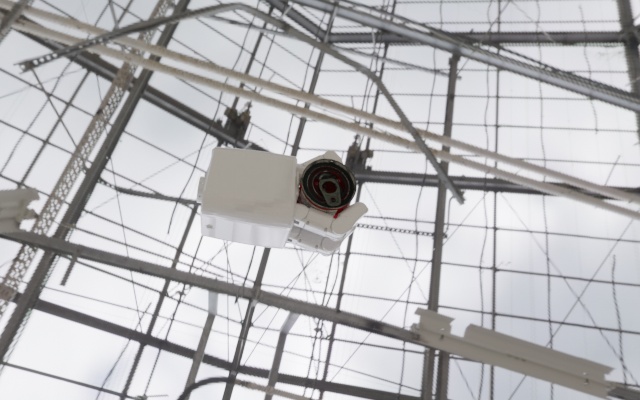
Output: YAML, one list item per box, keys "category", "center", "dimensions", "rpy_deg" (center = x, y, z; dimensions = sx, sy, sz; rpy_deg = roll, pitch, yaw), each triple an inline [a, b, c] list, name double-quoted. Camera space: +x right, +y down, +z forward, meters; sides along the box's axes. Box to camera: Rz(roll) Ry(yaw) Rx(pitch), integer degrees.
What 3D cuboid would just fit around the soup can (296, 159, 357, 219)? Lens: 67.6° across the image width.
- category: "soup can"
  center: [0.001, 0.002, 0.611]
  dimensions: [0.068, 0.068, 0.102]
  rpy_deg: [0, -27, -13]
